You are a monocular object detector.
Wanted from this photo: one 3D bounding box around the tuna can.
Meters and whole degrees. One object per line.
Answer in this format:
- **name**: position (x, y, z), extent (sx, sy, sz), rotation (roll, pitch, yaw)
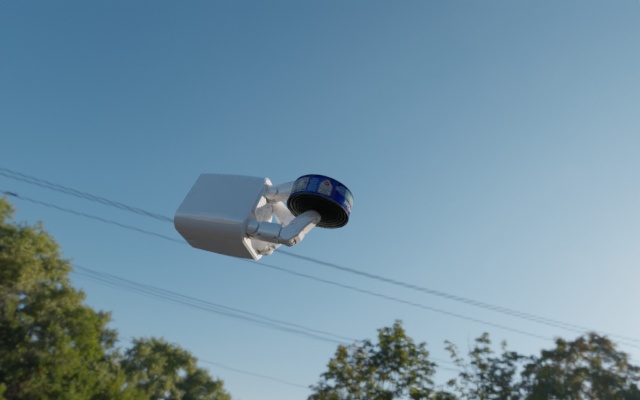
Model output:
- **tuna can**: position (0.000, 0.002, 0.638), extent (0.086, 0.033, 0.086), rotation (14, -29, 8)
